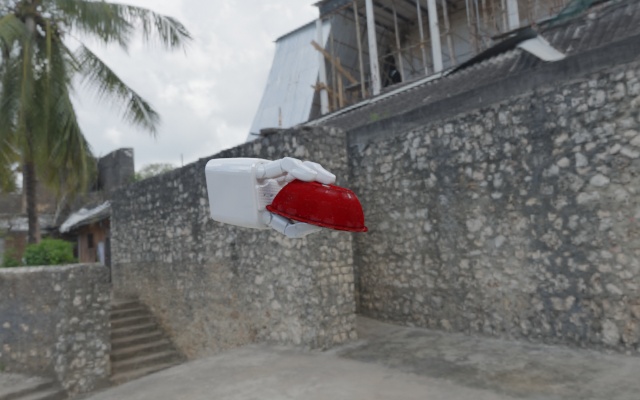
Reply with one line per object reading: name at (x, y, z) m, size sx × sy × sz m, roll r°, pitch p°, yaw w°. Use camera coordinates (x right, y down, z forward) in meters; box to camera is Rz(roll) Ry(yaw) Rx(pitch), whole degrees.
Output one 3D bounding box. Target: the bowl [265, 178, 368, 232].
bowl at (0.001, 0.002, 0.732) m, size 0.162 × 0.055 × 0.162 m, roll 13°, pitch 5°, yaw -1°
